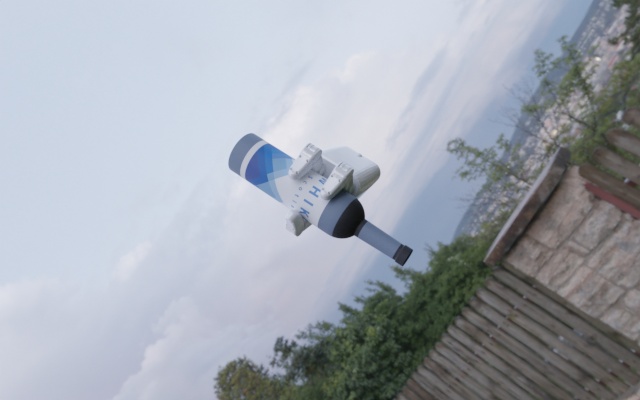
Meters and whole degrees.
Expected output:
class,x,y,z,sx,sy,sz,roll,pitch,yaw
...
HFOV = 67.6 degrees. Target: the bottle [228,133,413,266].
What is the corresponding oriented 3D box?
class,x,y,z,sx,sy,sz,roll,pitch,yaw
bottle,0.000,0.002,0.690,0.295,0.069,0.069,33,10,16
